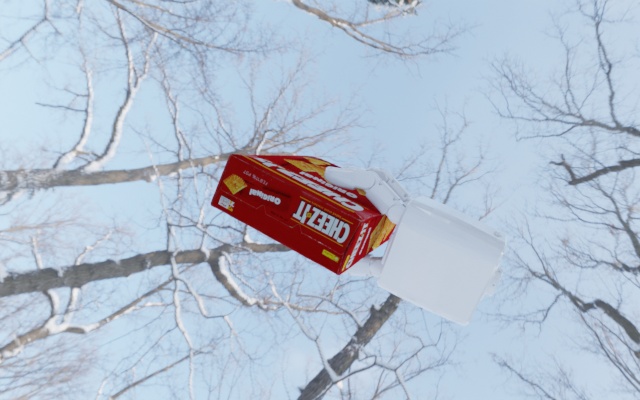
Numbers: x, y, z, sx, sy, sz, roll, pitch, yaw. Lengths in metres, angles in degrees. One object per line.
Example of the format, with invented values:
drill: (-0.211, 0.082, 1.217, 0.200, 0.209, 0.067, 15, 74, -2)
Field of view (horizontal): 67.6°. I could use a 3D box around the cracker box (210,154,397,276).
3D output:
cracker box: (0.000, 0.002, 0.581, 0.164, 0.072, 0.213, 26, 13, 18)
